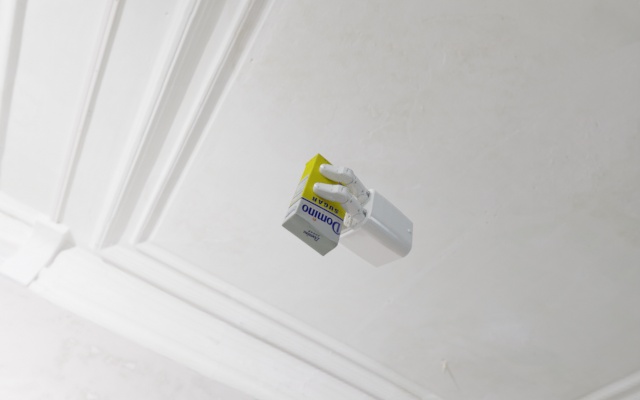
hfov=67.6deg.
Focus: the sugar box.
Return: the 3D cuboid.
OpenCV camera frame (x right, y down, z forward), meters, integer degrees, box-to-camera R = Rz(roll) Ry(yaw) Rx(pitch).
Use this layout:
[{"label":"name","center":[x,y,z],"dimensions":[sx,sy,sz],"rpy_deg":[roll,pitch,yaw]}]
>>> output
[{"label":"sugar box","center":[0.001,0.002,0.829],"dimensions":[0.093,0.176,0.048],"rpy_deg":[38,-55,-17]}]
